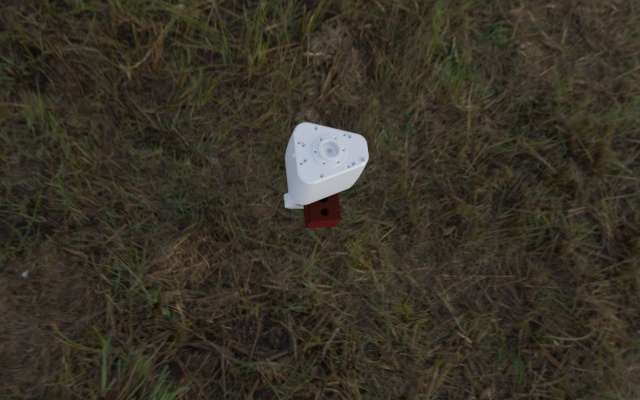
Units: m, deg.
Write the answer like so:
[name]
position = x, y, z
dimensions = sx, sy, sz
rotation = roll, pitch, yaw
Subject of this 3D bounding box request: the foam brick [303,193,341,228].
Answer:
[foam brick]
position = 0.000, 0.003, 0.785
dimensions = 0.053, 0.078, 0.051
rotation = -4, -13, -11
